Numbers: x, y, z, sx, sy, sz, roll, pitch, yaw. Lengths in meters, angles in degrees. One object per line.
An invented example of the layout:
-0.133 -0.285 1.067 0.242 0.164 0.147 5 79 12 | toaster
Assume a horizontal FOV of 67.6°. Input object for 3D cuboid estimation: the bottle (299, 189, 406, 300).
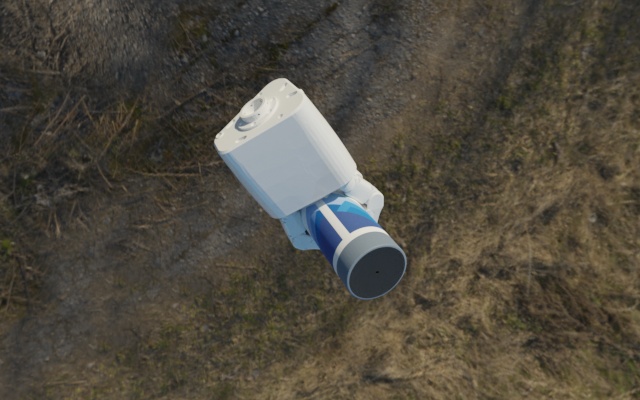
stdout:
0.000 0.002 0.584 0.069 0.069 0.295 0 28 -26 | bottle
